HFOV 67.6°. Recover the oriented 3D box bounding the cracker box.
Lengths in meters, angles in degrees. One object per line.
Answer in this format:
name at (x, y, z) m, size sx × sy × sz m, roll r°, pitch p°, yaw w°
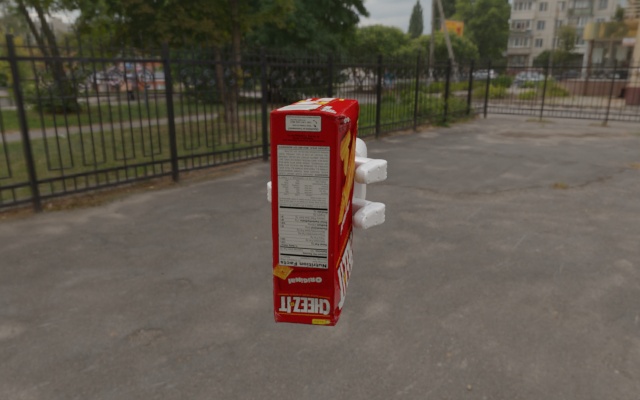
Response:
cracker box at (0.000, 0.002, 0.522) m, size 0.072 × 0.214 × 0.164 m, roll 3°, pitch 16°, yaw 10°
